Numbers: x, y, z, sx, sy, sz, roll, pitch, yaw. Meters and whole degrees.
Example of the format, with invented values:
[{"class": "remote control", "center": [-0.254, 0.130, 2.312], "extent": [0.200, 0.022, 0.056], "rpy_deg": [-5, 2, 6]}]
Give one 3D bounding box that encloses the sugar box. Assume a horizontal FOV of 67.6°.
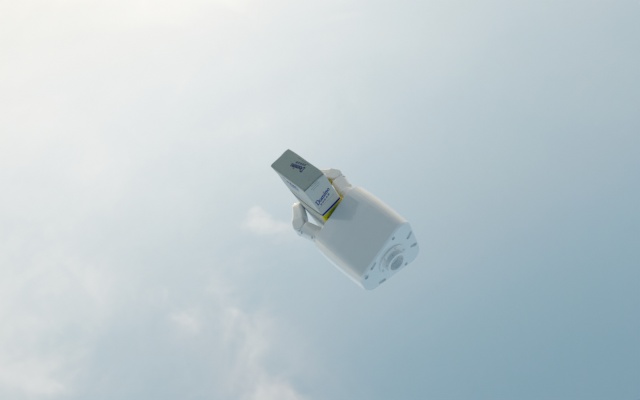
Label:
[{"class": "sugar box", "center": [0.001, 0.002, 0.748], "extent": [0.093, 0.048, 0.176], "rpy_deg": [37, -14, 42]}]
